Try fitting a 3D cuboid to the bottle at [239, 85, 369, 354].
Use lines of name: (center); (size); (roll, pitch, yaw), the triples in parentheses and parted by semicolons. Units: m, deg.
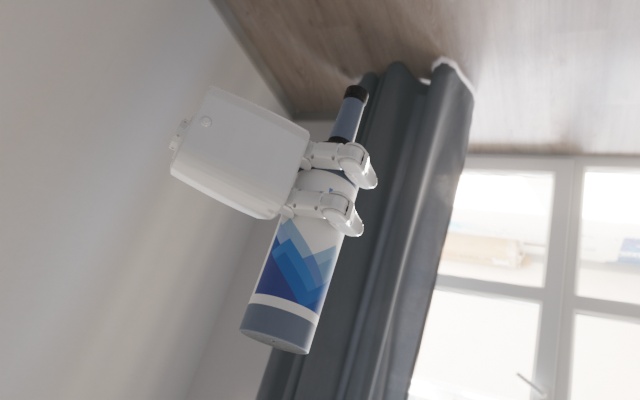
bottle: (0.000, 0.002, 0.493); (0.069, 0.295, 0.069); (15, -25, 7)
